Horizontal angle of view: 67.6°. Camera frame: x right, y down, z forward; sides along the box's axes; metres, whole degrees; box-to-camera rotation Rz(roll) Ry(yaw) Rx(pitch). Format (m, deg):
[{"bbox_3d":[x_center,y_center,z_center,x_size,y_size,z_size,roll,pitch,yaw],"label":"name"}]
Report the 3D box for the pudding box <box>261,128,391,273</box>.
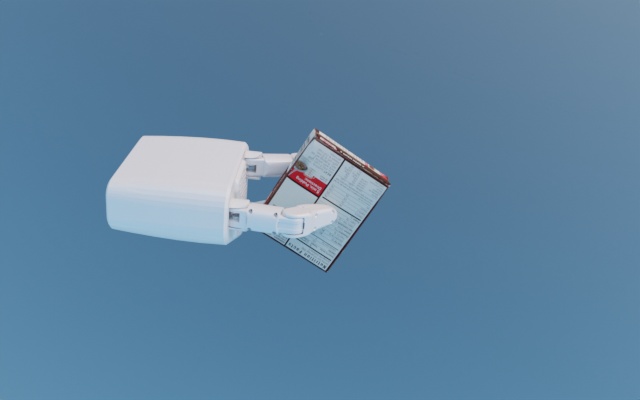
[{"bbox_3d":[0.000,0.002,0.468,0.090,0.113,0.039,33,17,-9],"label":"pudding box"}]
